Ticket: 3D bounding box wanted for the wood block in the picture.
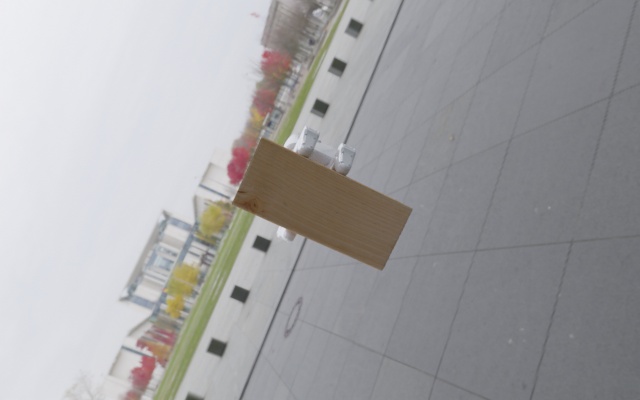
[{"bbox_3d":[0.000,0.002,0.623,0.206,0.091,0.090,24,5,-9],"label":"wood block"}]
